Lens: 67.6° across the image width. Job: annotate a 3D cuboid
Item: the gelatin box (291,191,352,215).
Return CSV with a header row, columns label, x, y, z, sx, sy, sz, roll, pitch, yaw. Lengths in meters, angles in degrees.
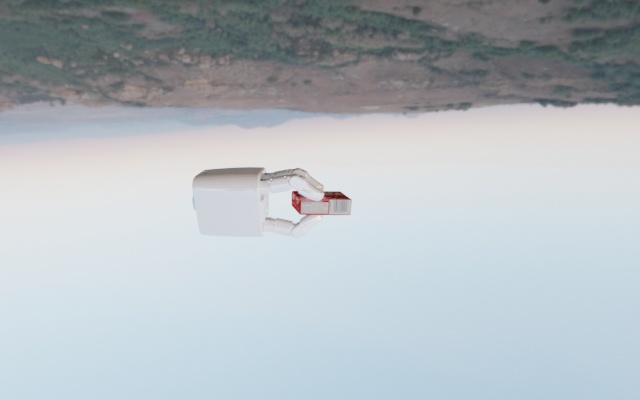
label,x,y,z,sx,sy,sz,roll,pitch,yaw
gelatin box,0.000,0.003,0.798,0.089,0.030,0.073,1,11,-12
